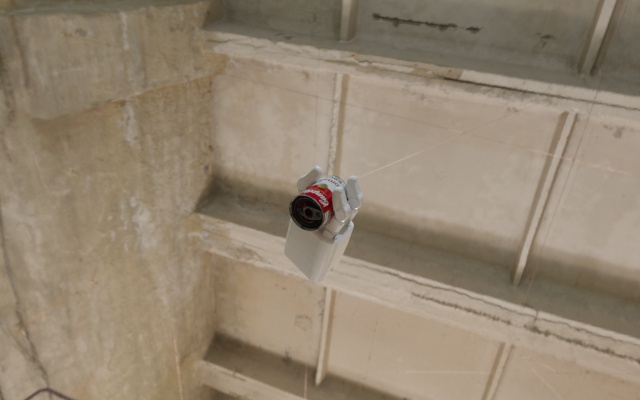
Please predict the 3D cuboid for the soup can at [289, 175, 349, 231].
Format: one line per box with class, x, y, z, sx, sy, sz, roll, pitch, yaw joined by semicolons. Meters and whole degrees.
soup can;0.000;0.002;0.848;0.068;0.068;0.102;0;22;32
